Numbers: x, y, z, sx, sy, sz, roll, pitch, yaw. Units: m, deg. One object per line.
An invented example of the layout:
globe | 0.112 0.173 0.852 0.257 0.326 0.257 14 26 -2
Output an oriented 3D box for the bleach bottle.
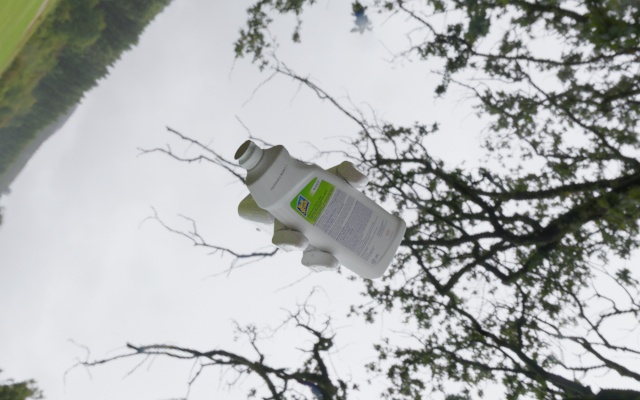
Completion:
bleach bottle | 0.000 0.002 0.608 0.251 0.102 0.068 38 -20 -30
